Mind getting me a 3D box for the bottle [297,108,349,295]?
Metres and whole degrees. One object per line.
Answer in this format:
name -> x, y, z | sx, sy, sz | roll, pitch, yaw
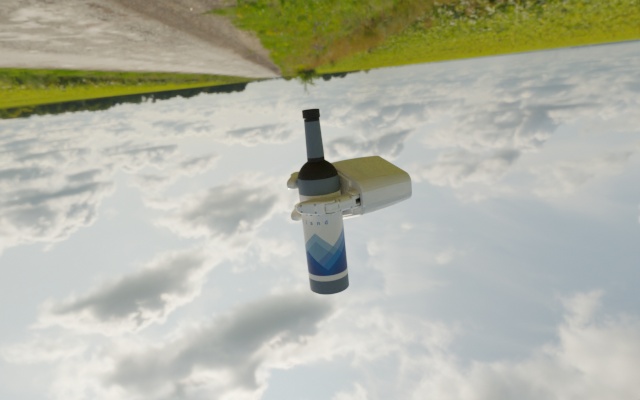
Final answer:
bottle -> 0.000, 0.003, 0.766 | 0.069, 0.296, 0.069 | -6, 14, 1
